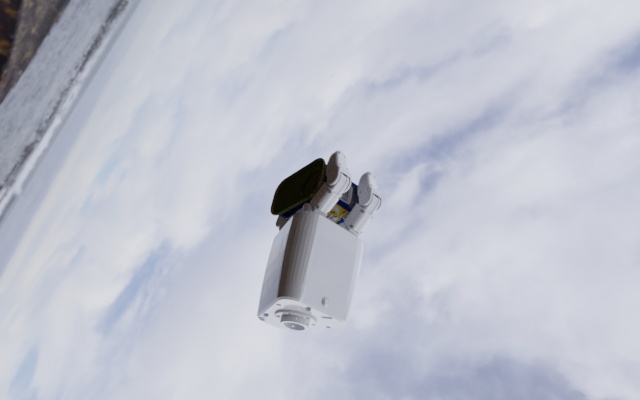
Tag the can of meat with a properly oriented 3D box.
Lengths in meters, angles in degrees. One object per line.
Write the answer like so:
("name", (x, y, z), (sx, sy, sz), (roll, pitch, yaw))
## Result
("can of meat", (0.000, 0.002, 0.617), (0.084, 0.057, 0.102), (32, -40, -28))
